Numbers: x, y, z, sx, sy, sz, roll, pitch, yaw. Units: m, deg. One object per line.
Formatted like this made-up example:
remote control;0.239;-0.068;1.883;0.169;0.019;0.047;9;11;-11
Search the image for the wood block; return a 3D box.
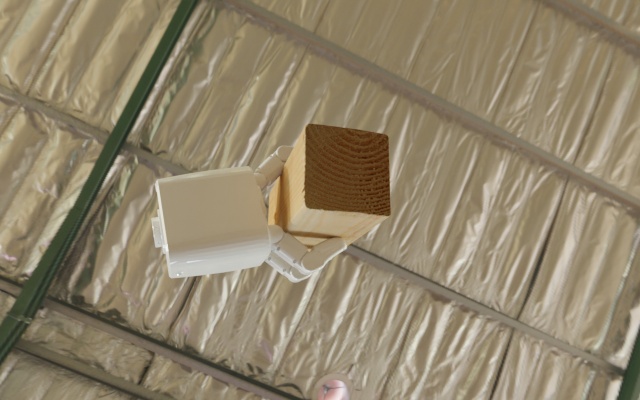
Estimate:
wood block;0.000;0.002;0.555;0.090;0.090;0.206;6;-19;-15
